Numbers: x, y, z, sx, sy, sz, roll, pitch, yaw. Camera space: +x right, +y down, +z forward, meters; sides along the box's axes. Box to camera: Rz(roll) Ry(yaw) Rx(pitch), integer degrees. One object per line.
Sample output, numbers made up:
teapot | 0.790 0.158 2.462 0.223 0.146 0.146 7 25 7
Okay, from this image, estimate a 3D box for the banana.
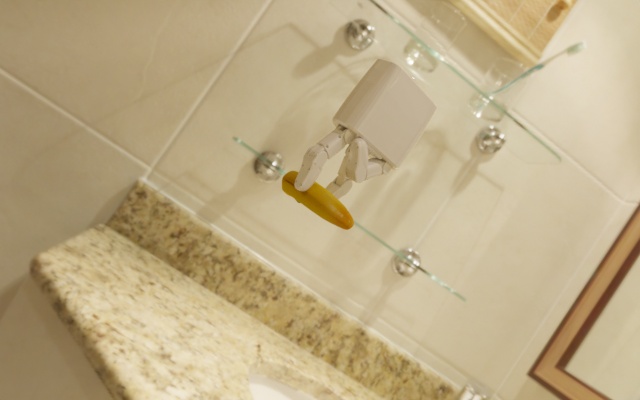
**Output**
banana | -0.015 -0.009 0.665 0.070 0.037 0.197 37 -3 -24
